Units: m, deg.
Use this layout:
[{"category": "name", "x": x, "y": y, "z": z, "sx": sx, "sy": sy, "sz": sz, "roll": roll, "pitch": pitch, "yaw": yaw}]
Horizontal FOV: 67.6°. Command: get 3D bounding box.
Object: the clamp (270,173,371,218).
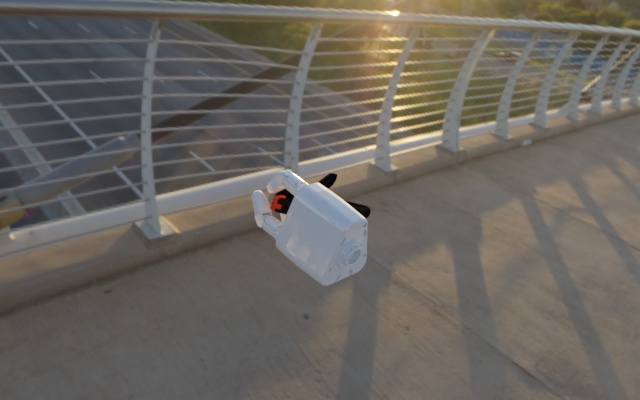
[{"category": "clamp", "x": 0.000, "y": 0.002, "z": 0.801, "sx": 0.171, "sy": 0.039, "sz": 0.120, "roll": -16, "pitch": 41, "yaw": -41}]
